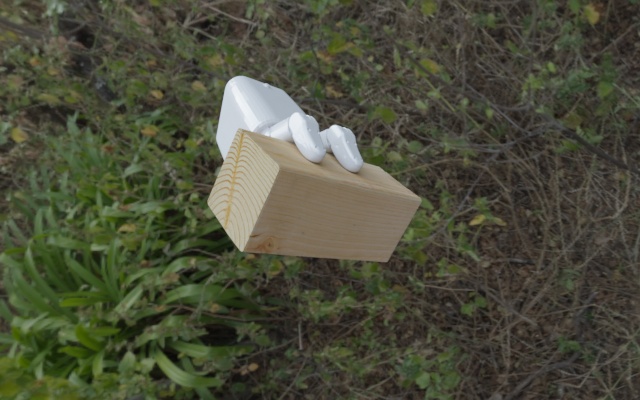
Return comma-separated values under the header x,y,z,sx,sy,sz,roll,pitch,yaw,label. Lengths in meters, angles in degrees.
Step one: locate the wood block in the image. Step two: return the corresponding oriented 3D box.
x,y,z,sx,sy,sz,roll,pitch,yaw,label
0.000,0.002,0.515,0.206,0.091,0.090,10,24,-42,wood block
